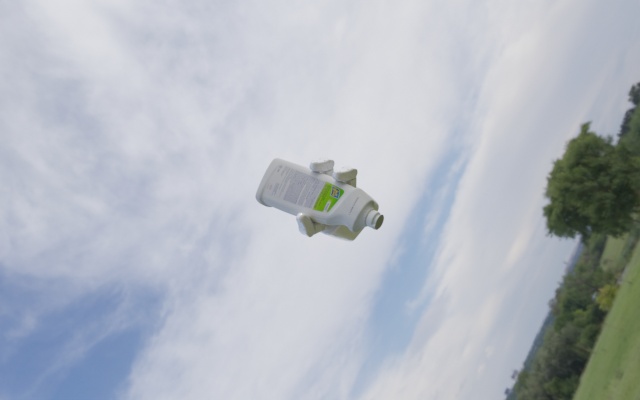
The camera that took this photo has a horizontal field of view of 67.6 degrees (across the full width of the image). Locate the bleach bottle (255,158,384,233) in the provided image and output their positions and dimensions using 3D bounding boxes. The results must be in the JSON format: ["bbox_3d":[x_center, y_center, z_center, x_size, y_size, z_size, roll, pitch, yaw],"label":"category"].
[{"bbox_3d":[0.000,0.003,0.886,0.250,0.102,0.068,23,-2,31],"label":"bleach bottle"}]
